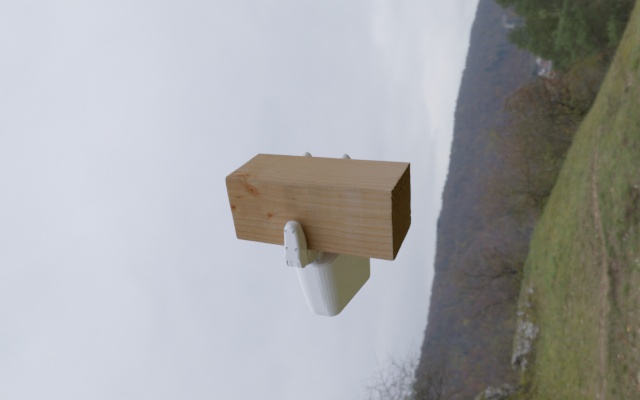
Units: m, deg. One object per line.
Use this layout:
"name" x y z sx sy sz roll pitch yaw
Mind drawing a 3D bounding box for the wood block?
"wood block" 0.000 0.002 0.589 0.206 0.090 0.090 5 28 22
